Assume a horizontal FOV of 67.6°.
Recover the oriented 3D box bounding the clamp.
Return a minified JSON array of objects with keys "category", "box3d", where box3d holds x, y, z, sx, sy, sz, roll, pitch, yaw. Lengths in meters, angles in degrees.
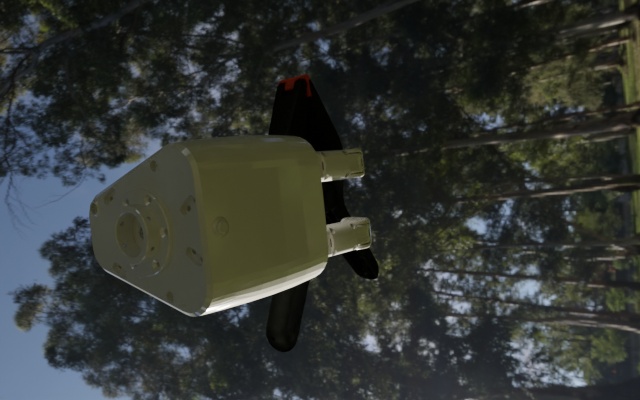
[{"category":"clamp","box3d":[-0.001,0.001,0.413,0.036,0.210,0.164,-4,4,32]}]
